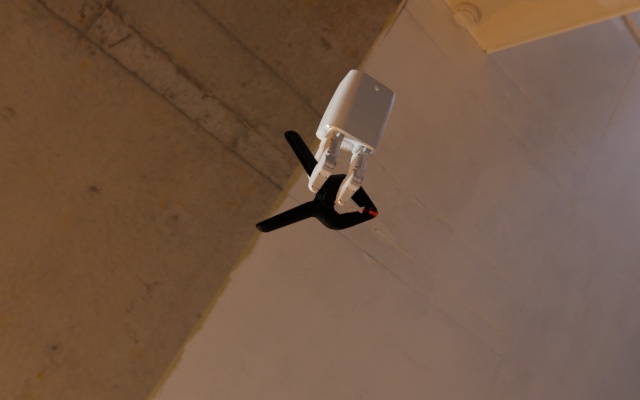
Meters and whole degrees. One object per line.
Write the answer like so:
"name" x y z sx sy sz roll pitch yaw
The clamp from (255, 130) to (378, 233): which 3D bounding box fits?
"clamp" 0.000 0.002 0.785 0.210 0.164 0.036 26 -5 -27
